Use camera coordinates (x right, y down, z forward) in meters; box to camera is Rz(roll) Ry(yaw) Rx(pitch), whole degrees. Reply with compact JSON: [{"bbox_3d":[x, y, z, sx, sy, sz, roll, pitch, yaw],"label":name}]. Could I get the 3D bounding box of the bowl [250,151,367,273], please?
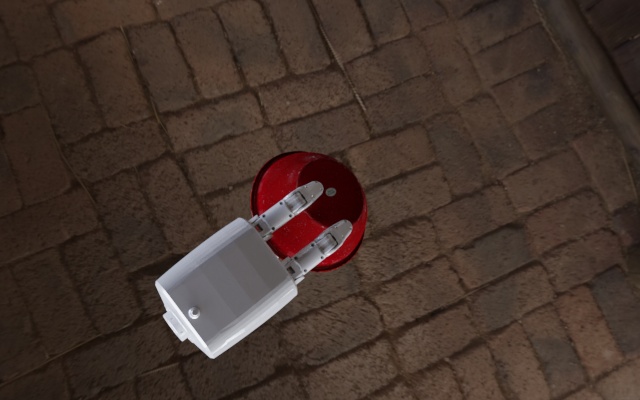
[{"bbox_3d":[0.001,0.001,0.580,0.162,0.162,0.055,0,-21,-30],"label":"bowl"}]
